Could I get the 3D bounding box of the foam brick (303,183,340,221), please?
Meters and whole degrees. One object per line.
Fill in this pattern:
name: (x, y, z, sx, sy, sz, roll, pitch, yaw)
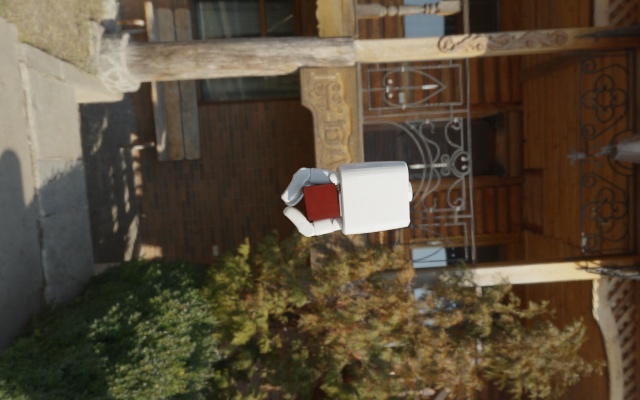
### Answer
foam brick: (0.000, 0.003, 0.747, 0.051, 0.053, 0.078, -7, 0, -2)
